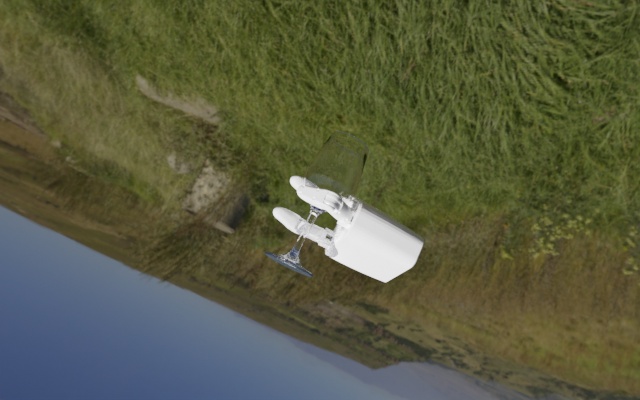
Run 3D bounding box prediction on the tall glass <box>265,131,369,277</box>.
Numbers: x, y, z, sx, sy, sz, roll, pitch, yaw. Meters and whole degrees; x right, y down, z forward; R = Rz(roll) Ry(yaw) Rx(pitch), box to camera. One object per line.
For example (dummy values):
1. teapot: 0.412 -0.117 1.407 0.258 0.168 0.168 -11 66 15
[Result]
1. tall glass: 0.000 0.003 0.677 0.079 0.201 0.079 25 -14 6
